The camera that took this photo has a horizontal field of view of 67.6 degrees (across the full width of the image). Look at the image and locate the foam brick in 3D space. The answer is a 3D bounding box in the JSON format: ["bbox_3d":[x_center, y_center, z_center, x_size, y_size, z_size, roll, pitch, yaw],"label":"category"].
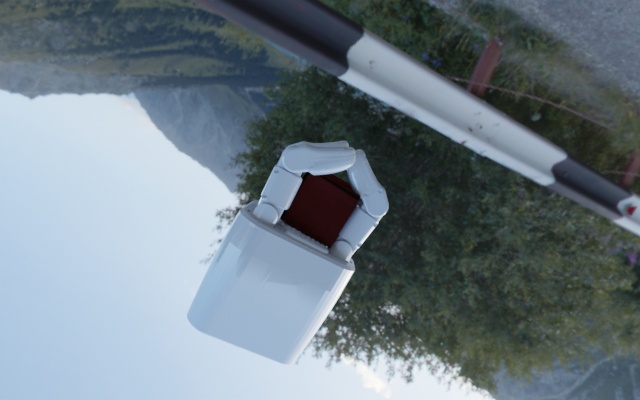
[{"bbox_3d":[0.000,0.001,0.437,0.053,0.051,0.078,30,7,-2],"label":"foam brick"}]
